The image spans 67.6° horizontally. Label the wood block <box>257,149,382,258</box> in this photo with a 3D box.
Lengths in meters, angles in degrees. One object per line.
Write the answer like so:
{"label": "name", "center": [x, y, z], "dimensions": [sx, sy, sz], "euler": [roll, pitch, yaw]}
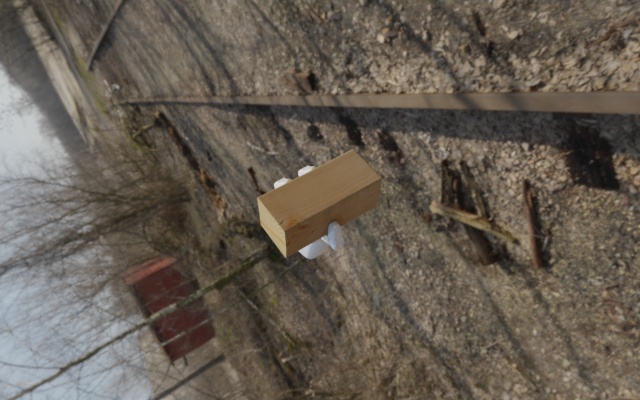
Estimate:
{"label": "wood block", "center": [0.000, 0.003, 0.868], "dimensions": [0.206, 0.090, 0.090], "euler": [-29, -30, -21]}
